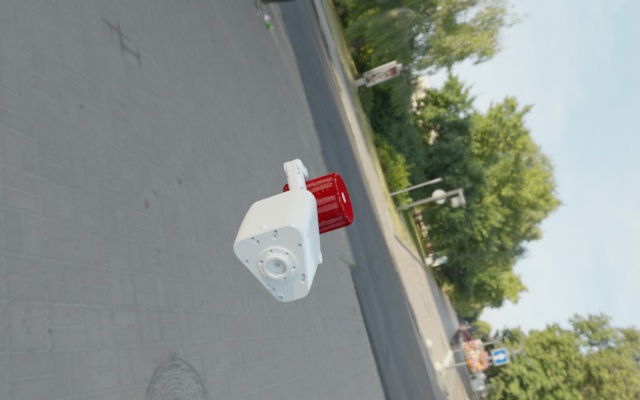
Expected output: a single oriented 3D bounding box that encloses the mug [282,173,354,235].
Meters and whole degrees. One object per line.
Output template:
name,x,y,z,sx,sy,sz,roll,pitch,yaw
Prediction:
mug,0.000,0.002,0.724,0.081,0.093,0.117,-17,24,14
